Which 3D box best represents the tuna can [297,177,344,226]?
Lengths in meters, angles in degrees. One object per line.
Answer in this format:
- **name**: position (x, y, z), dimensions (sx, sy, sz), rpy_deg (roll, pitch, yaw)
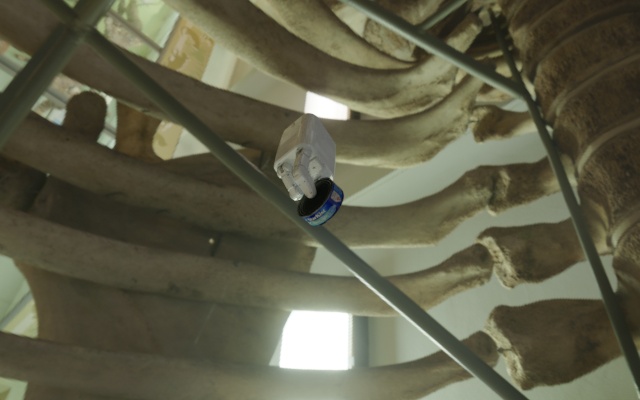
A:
- **tuna can**: position (0.001, 0.003, 0.846), dimensions (0.034, 0.086, 0.086), rpy_deg (40, -21, -27)
